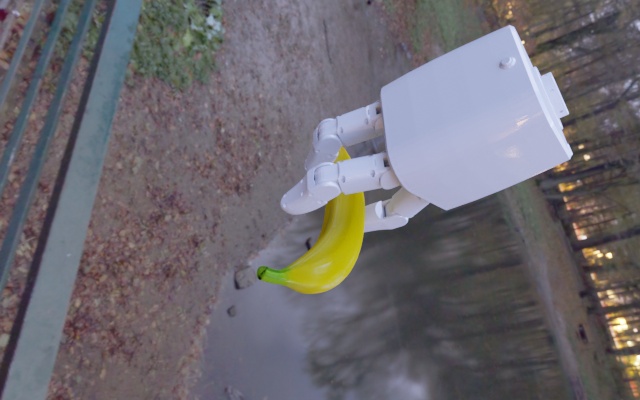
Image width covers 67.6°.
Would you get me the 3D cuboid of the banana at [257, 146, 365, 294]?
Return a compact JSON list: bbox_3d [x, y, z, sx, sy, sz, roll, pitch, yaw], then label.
[{"bbox_3d":[0.011,0.017,0.422,0.037,0.070,0.197,-28,22,32],"label":"banana"}]
